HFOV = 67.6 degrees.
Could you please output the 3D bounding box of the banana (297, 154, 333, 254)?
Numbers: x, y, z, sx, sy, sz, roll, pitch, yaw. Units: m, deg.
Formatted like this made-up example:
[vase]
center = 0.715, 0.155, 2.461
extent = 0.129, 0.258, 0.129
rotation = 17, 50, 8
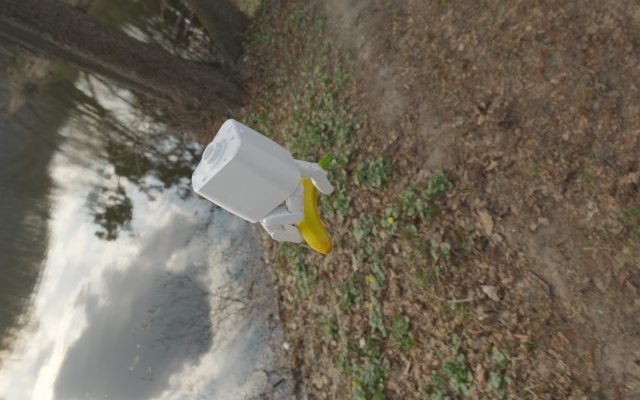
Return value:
[banana]
center = -0.013, 0.008, 0.778
extent = 0.070, 0.197, 0.037
rotation = -31, -46, 35
